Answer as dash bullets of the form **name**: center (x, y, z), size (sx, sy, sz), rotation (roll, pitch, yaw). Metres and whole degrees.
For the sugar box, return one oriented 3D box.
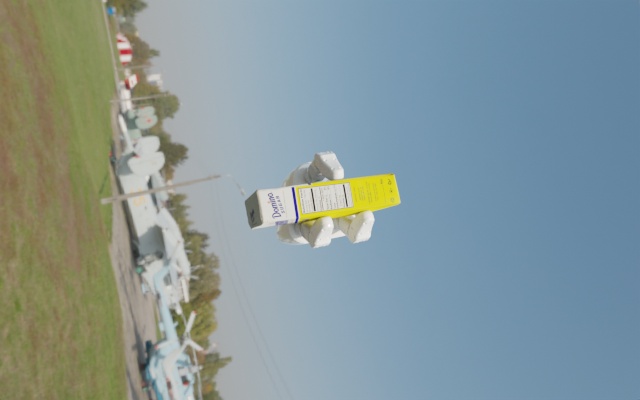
- **sugar box**: center (0.000, 0.003, 0.601), size (0.176, 0.048, 0.093), rotation (-10, -5, -18)
